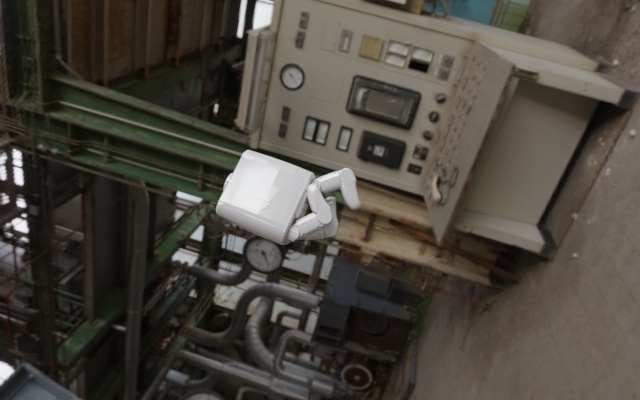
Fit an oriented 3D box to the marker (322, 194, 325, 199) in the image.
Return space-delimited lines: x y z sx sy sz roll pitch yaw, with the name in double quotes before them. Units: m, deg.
"marker" 0.000 0.002 0.737 0.020 0.020 0.121 0 -5 4
